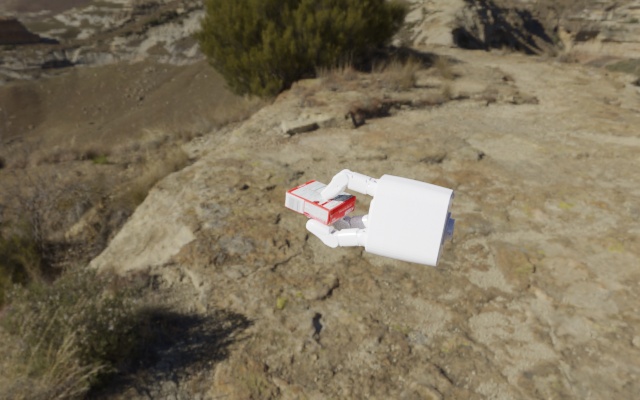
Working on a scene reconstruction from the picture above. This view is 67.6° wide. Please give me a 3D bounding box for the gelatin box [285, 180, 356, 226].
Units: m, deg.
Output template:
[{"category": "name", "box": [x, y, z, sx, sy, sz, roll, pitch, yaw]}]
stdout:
[{"category": "gelatin box", "box": [0.000, 0.002, 0.761, 0.089, 0.030, 0.073, 23, 31, 29]}]
